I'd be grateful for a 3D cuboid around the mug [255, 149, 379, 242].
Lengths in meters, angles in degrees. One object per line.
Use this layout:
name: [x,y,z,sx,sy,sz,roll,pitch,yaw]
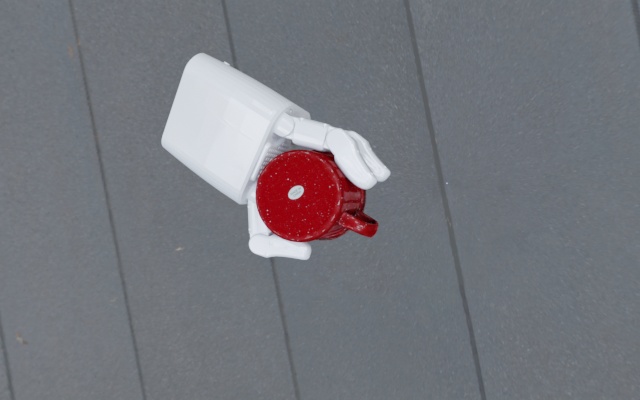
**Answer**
mug: [0.001,0.002,0.445,0.117,0.093,0.081,32,10,13]
